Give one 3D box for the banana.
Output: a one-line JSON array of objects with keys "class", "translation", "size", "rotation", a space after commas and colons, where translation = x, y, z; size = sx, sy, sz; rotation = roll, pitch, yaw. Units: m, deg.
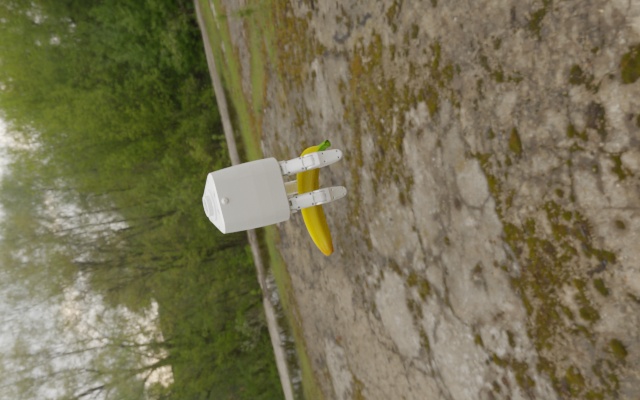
[{"class": "banana", "translation": [-0.010, -0.005, 0.797], "size": [0.037, 0.198, 0.069], "rotation": [-15, 22, -30]}]
